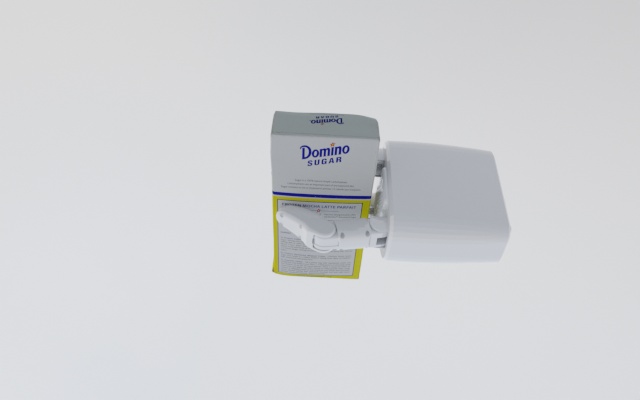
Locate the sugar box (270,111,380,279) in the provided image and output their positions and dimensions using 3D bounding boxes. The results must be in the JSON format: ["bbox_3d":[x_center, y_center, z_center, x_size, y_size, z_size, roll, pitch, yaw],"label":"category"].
[{"bbox_3d":[0.000,0.001,0.459,0.093,0.176,0.048,3,38,-2],"label":"sugar box"}]
